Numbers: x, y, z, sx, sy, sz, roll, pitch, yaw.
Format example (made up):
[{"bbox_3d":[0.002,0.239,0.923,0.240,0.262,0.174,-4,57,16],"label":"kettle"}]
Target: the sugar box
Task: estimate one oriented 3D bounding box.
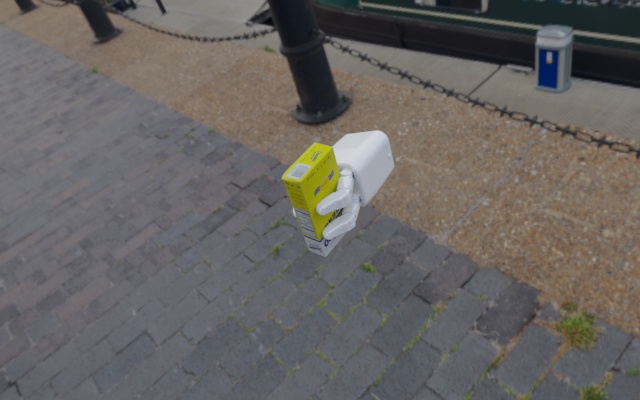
[{"bbox_3d":[0.001,0.003,0.798,0.048,0.176,0.093,17,52,37],"label":"sugar box"}]
